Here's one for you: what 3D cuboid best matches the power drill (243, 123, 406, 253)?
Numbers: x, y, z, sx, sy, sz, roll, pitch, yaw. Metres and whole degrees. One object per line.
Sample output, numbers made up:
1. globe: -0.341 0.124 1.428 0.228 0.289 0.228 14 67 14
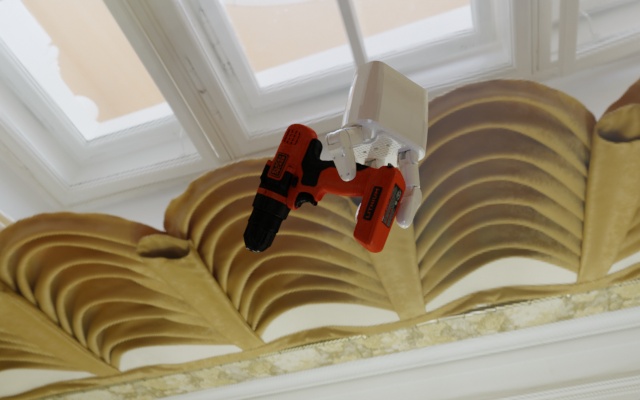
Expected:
1. power drill: 0.001 0.002 0.612 0.187 0.184 0.057 19 -6 27
